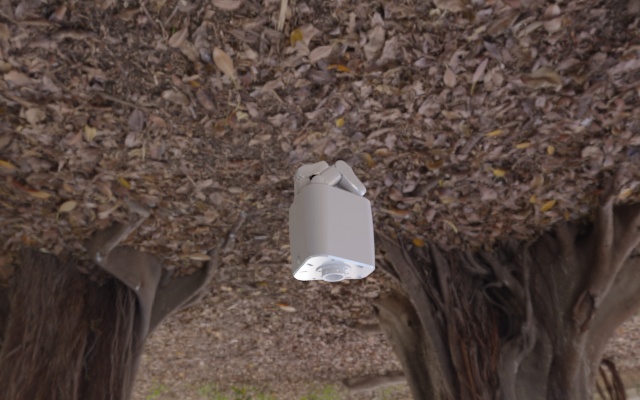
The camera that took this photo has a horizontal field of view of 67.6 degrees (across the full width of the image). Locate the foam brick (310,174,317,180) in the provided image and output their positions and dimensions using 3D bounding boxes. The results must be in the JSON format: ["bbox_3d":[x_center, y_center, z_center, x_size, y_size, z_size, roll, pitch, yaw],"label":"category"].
[{"bbox_3d":[0.000,0.003,0.745,0.053,0.051,0.078,7,-30,-19],"label":"foam brick"}]
